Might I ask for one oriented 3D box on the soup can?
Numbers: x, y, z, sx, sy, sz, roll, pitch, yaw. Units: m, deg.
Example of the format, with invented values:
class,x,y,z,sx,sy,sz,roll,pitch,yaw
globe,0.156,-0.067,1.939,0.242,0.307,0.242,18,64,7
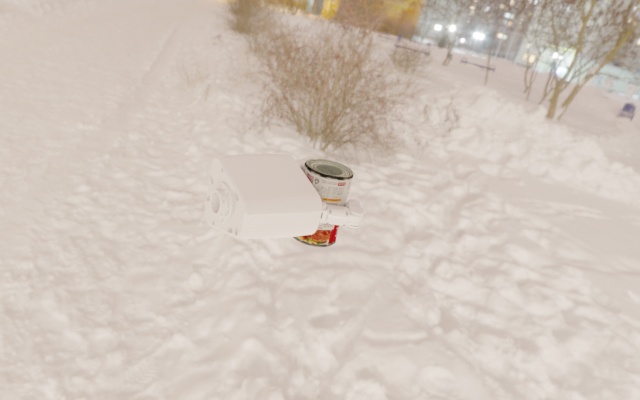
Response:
class,x,y,z,sx,sy,sz,roll,pitch,yaw
soup can,0.001,0.002,0.644,0.068,0.102,0.068,12,22,-5
